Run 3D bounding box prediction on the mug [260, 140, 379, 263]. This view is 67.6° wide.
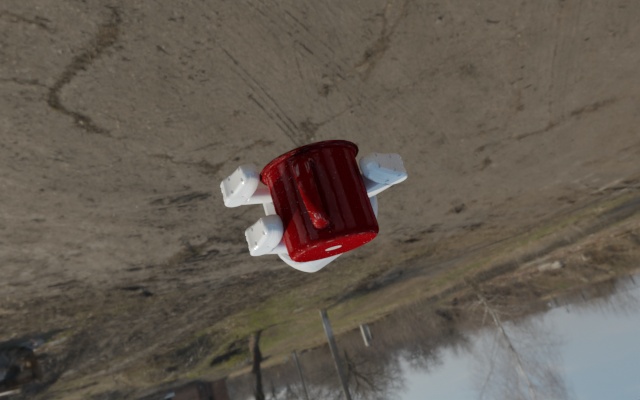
[{"bbox_3d":[0.000,0.001,0.406,0.093,0.081,0.117,-19,-16,2],"label":"mug"}]
